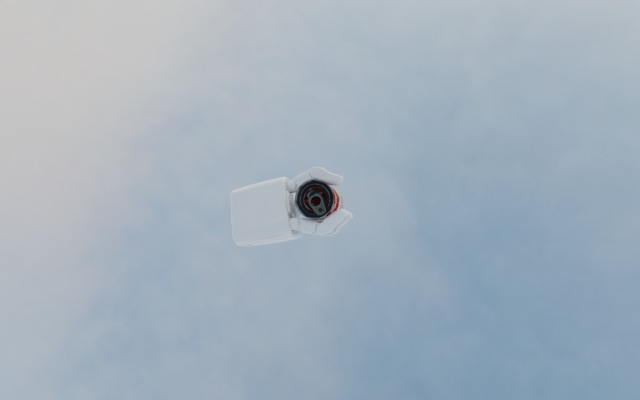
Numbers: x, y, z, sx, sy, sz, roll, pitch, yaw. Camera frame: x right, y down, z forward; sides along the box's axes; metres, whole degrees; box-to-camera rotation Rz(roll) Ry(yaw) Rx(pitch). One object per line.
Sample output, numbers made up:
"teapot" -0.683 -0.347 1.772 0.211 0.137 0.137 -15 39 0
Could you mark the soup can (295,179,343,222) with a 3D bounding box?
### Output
"soup can" 0.001 0.003 0.849 0.068 0.068 0.102 0 -6 12
